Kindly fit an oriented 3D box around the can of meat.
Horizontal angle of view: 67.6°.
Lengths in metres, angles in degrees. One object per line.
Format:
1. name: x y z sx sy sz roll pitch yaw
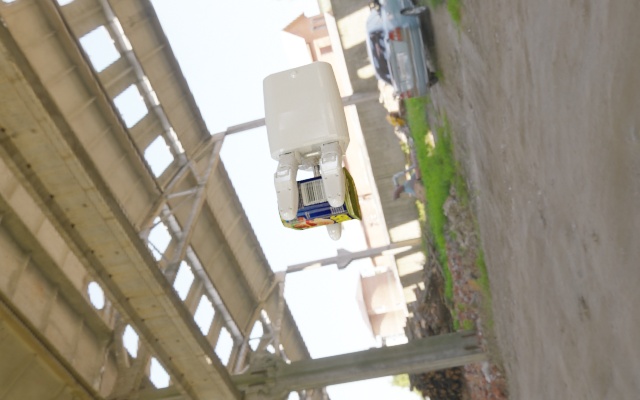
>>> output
1. can of meat: 0.000 0.002 0.577 0.084 0.057 0.102 -12 -10 10
